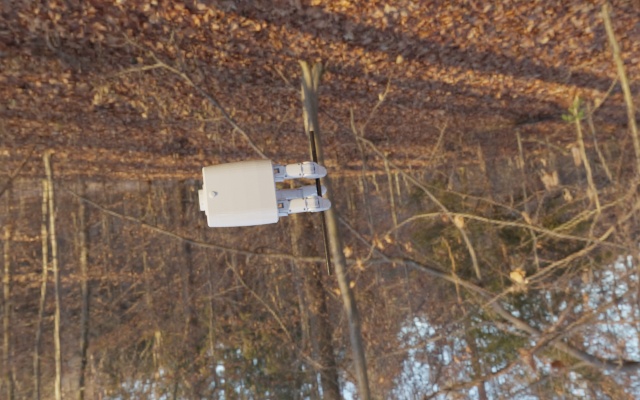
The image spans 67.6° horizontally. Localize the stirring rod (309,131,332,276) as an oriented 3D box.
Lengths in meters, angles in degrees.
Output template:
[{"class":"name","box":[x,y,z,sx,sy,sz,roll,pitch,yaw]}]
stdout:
[{"class":"stirring rod","box":[0.000,0.002,0.787,0.011,0.239,0.011,-7,-7,-1]}]
